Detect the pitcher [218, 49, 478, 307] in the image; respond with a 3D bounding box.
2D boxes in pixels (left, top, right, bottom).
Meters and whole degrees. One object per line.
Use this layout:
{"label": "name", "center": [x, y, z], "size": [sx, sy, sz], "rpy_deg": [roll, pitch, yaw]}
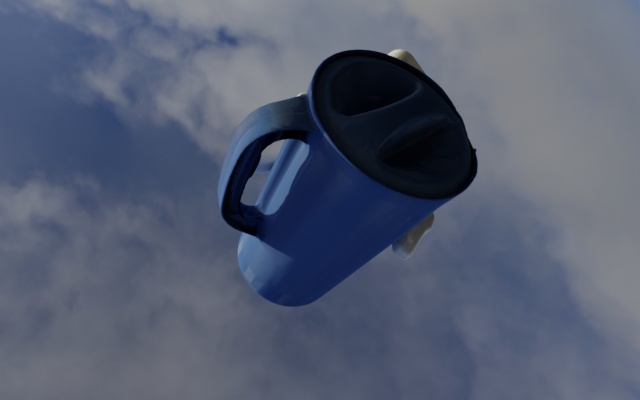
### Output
{"label": "pitcher", "center": [0.000, 0.001, 0.413], "size": [0.145, 0.149, 0.243], "rpy_deg": [-53, 0, -41]}
